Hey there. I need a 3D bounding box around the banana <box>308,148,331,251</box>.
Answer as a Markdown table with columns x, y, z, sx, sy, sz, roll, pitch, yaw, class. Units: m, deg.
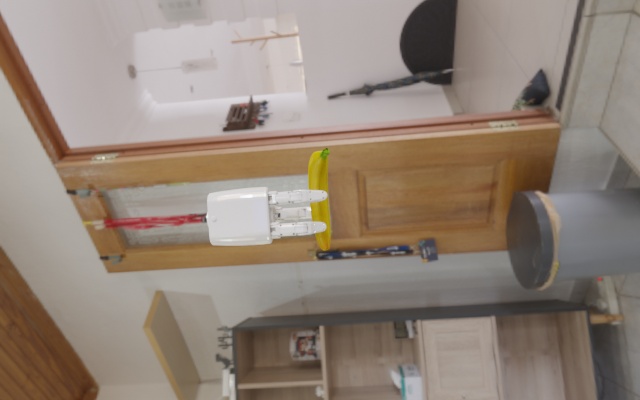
| x | y | z | sx | sy | sz | roll | pitch | yaw | class |
| --- | --- | --- | --- | --- | --- | --- | --- | --- | --- |
| -0.002 | -0.008 | 0.870 | 0.037 | 0.198 | 0.069 | -4 | 24 | -4 | banana |
